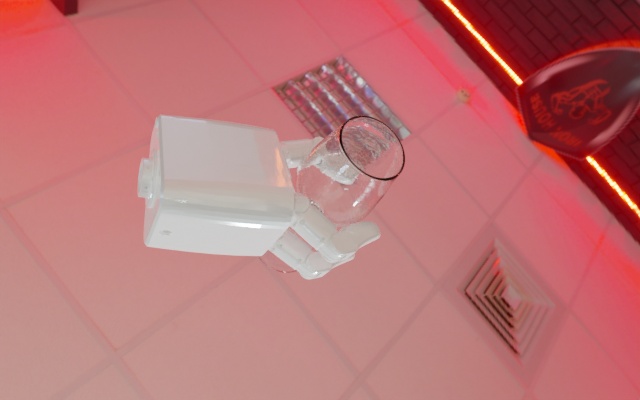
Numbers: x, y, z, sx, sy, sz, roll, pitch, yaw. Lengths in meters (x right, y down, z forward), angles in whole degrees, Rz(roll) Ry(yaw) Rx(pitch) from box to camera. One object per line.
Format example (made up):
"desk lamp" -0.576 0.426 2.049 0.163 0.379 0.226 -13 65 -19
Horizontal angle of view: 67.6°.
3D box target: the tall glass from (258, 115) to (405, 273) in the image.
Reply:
"tall glass" 0.000 0.002 0.462 0.079 0.079 0.201 0 -27 -29
